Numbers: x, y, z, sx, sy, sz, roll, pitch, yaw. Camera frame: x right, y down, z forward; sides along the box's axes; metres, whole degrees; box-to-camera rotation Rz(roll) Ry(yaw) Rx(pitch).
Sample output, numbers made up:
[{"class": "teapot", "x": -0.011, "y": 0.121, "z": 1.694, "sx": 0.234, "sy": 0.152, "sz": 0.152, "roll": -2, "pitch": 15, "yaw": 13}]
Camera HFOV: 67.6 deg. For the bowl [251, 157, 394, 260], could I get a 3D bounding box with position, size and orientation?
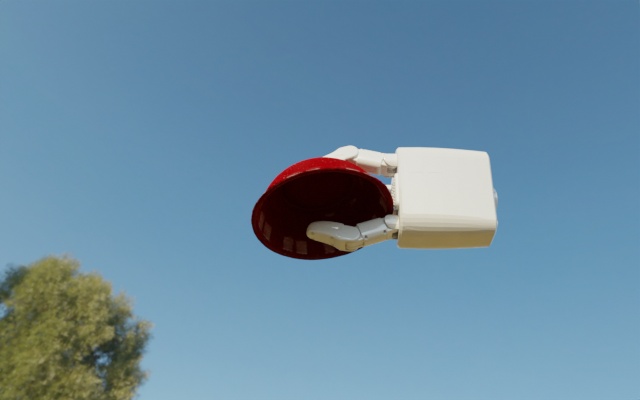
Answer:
[{"class": "bowl", "x": -0.001, "y": 0.001, "z": 0.553, "sx": 0.162, "sy": 0.055, "sz": 0.162, "roll": -6, "pitch": -41, "yaw": -5}]
